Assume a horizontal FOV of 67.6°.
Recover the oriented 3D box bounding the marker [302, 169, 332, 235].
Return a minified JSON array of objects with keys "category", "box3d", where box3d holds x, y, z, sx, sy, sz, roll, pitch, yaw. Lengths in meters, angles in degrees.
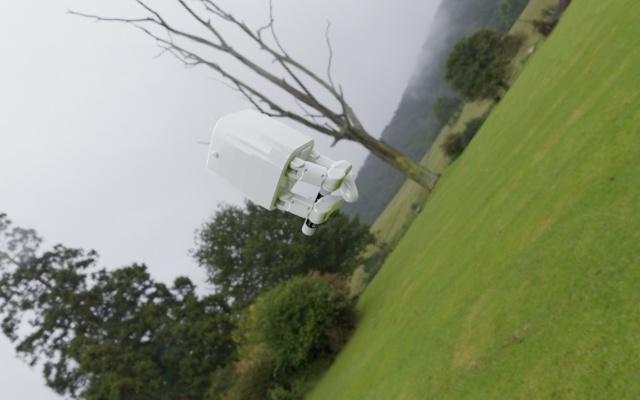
[{"category":"marker","box3d":[0.000,0.002,0.674,0.020,0.121,0.020,14,40,-12]}]
